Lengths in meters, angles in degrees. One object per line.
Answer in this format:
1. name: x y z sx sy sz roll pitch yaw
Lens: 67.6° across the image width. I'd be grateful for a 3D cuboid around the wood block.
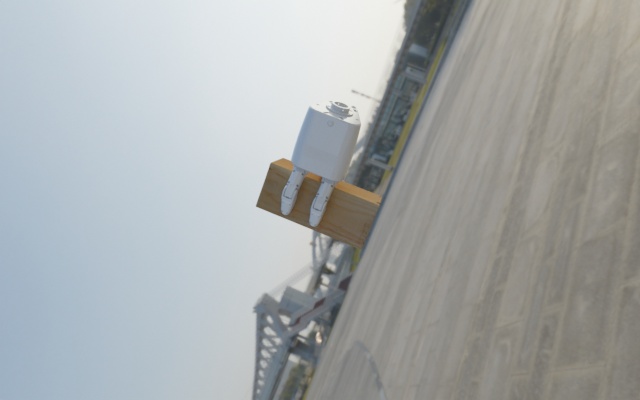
1. wood block: 0.000 0.002 0.884 0.206 0.090 0.091 22 14 6
